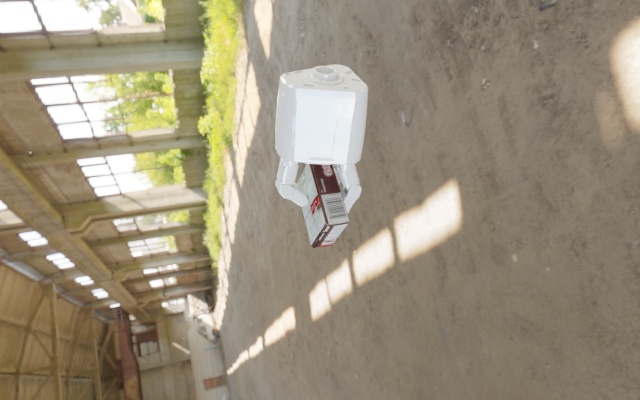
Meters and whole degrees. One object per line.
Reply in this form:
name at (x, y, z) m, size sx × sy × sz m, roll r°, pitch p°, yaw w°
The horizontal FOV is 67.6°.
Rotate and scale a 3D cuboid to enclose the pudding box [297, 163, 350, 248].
pudding box at (0.000, 0.002, 0.712) m, size 0.039 × 0.113 × 0.090 m, roll -6°, pitch -25°, yaw -18°
